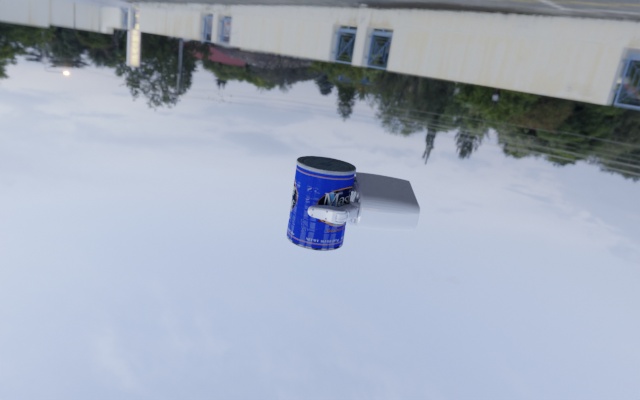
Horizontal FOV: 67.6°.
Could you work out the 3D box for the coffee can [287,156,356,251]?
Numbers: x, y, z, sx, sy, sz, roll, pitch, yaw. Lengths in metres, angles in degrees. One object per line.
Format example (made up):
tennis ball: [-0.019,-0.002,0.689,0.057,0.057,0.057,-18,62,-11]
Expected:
coffee can: [0.000,0.003,0.829,0.103,0.140,0.102,8,17,-2]
